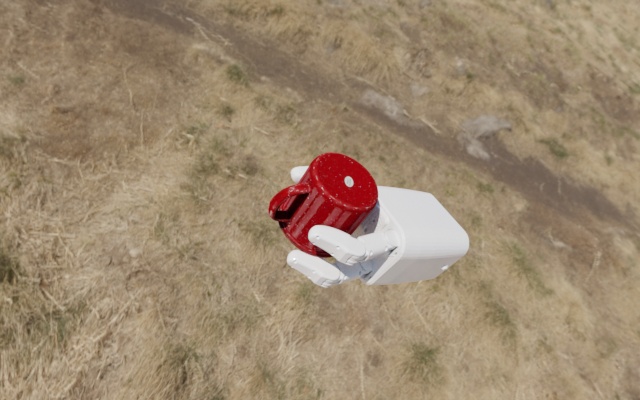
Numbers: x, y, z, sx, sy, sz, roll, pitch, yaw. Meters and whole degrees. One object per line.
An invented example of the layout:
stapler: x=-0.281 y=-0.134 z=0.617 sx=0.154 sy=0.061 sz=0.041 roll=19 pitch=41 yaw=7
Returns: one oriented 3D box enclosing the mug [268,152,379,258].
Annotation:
mug: x=-0.001 y=0.001 z=0.516 sx=0.117 sy=0.093 sz=0.081 roll=2 pitch=-39 yaw=-32
